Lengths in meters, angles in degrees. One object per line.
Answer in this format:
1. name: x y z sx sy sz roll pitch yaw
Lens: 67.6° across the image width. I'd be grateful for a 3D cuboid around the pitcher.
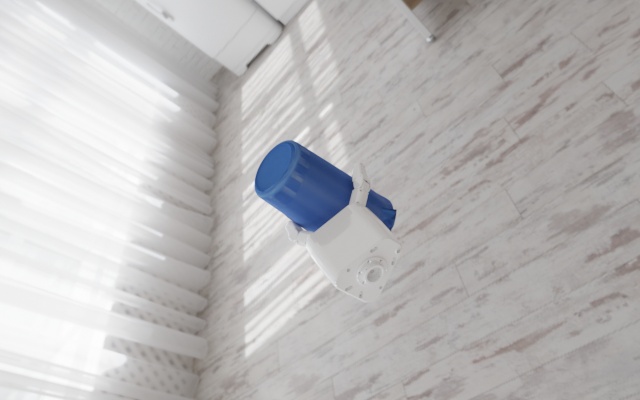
1. pitcher: 0.000 0.003 0.836 0.243 0.149 0.145 33 11 -34
